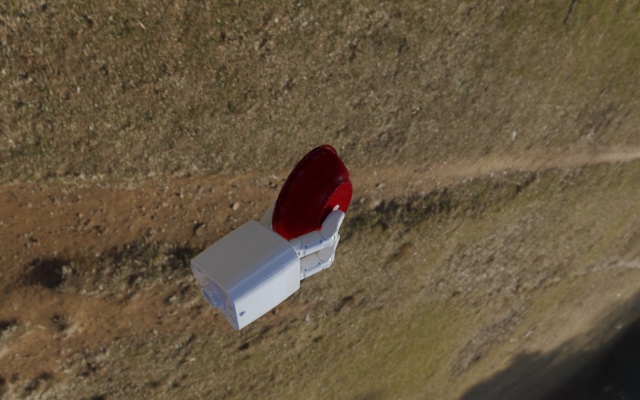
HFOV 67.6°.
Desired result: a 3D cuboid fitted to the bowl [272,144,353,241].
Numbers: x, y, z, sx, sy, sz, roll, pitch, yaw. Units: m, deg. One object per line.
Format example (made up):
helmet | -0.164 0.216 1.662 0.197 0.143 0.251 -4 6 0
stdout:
bowl | 0.001 0.002 0.701 0.055 0.162 0.162 29 12 22
